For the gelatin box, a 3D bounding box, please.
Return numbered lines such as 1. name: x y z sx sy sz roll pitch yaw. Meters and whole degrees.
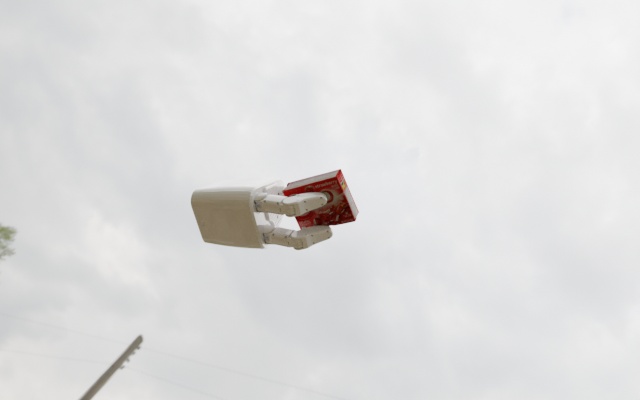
1. gelatin box: 0.001 0.002 0.678 0.089 0.073 0.030 -14 24 24
